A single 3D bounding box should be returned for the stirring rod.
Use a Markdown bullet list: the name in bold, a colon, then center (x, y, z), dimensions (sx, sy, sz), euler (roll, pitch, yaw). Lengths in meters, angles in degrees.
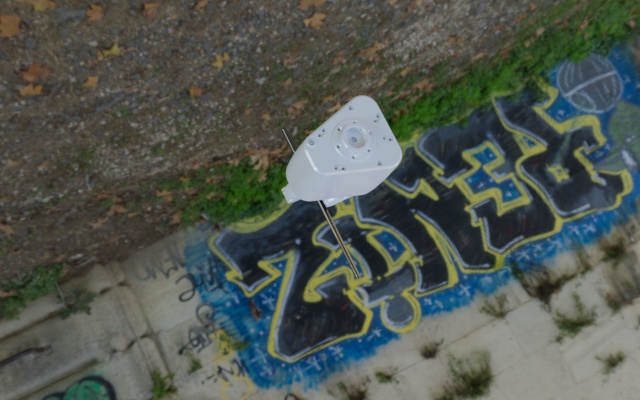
- **stirring rod**: center (0.000, 0.002, 0.686), dimensions (0.011, 0.239, 0.011), euler (-26, -6, -3)
